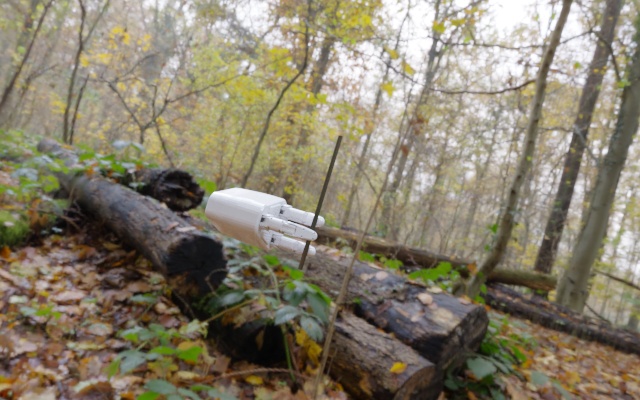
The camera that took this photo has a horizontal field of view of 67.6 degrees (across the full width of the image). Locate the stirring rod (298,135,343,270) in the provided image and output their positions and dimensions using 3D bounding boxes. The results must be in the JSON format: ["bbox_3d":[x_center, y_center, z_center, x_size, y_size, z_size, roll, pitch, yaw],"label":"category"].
[{"bbox_3d":[0.000,0.003,0.822,0.011,0.239,0.011,17,-4,1],"label":"stirring rod"}]
